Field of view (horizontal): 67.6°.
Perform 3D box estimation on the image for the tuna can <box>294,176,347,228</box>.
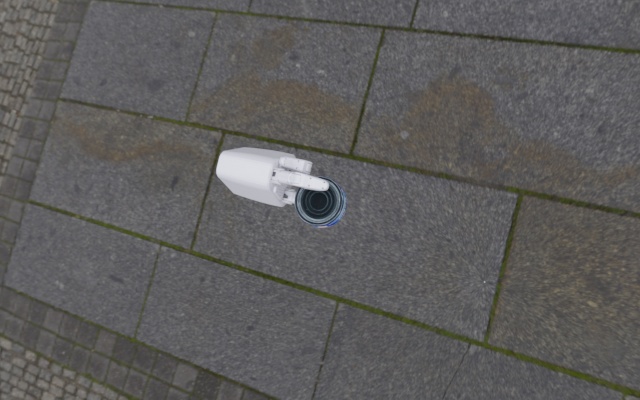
[{"bbox_3d":[0.000,0.003,0.801,0.086,0.086,0.034,0,-8,13],"label":"tuna can"}]
